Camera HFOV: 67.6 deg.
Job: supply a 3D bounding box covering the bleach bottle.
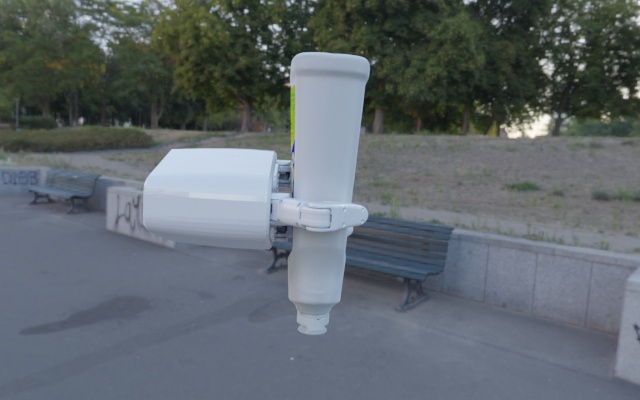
[{"bbox_3d":[0.000,0.001,0.442,0.068,0.251,0.102,3,5,-4],"label":"bleach bottle"}]
